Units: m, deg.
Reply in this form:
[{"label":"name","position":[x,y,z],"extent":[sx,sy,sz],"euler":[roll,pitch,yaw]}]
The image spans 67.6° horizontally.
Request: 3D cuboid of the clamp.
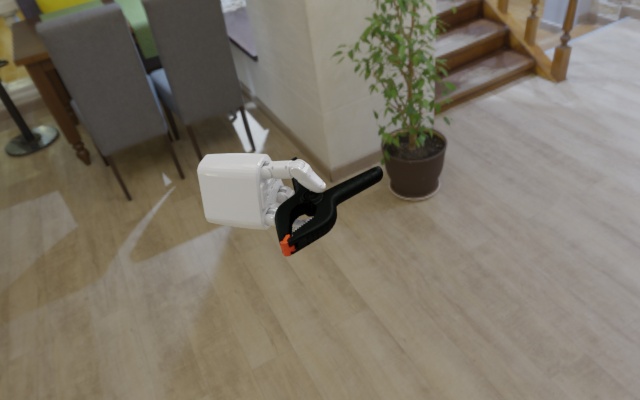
[{"label":"clamp","position":[0.000,0.002,0.725],"extent":[0.164,0.036,0.209],"euler":[3,41,19]}]
